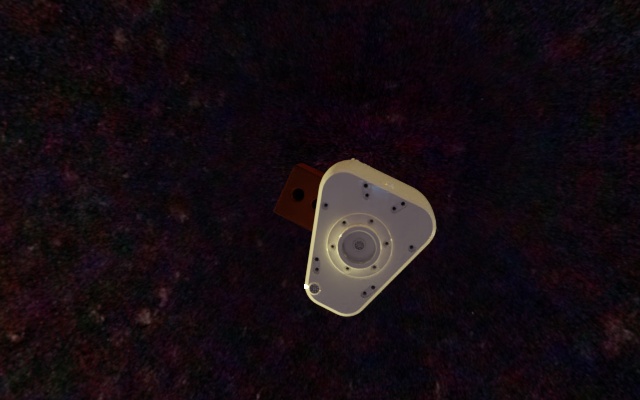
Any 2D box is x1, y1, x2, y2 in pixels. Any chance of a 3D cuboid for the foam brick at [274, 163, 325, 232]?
[{"bbox_3d":[0.000,0.002,0.486,0.078,0.053,0.051,26,9,3],"label":"foam brick"}]
